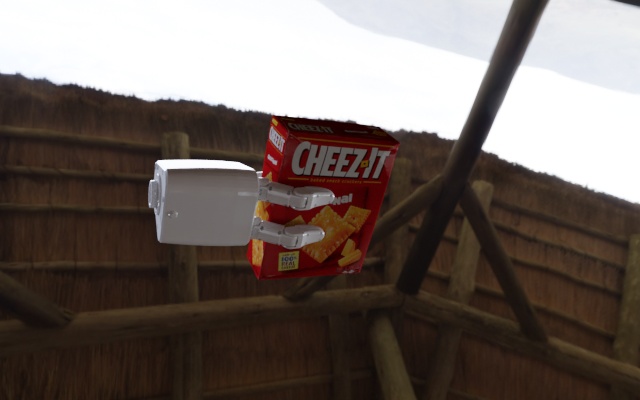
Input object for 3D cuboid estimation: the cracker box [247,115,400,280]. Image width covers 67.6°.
[{"bbox_3d":[0.000,0.002,0.654,0.164,0.214,0.072,1,27,-27],"label":"cracker box"}]
